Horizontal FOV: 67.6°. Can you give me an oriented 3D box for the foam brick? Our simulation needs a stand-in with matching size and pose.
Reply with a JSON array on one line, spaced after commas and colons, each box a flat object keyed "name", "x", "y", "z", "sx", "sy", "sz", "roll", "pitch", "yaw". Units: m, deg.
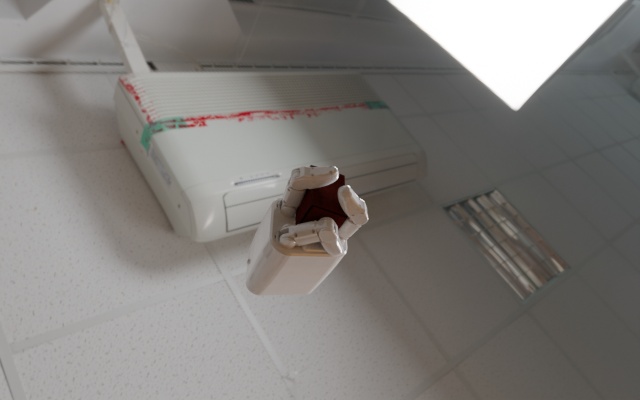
[{"name": "foam brick", "x": 0.000, "y": 0.002, "z": 0.625, "sx": 0.053, "sy": 0.078, "sz": 0.051, "roll": 18, "pitch": -48, "yaw": -18}]
